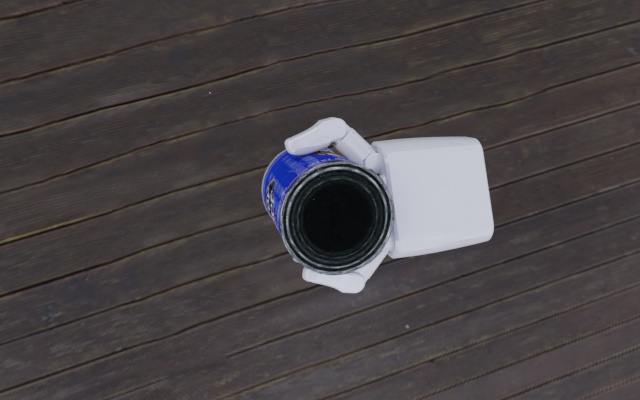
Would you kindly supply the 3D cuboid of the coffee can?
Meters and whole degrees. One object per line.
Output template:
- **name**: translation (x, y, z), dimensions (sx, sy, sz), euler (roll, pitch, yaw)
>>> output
- **coffee can**: translation (0.000, 0.001, 0.475), dimensions (0.103, 0.103, 0.140), euler (0, 12, -13)
